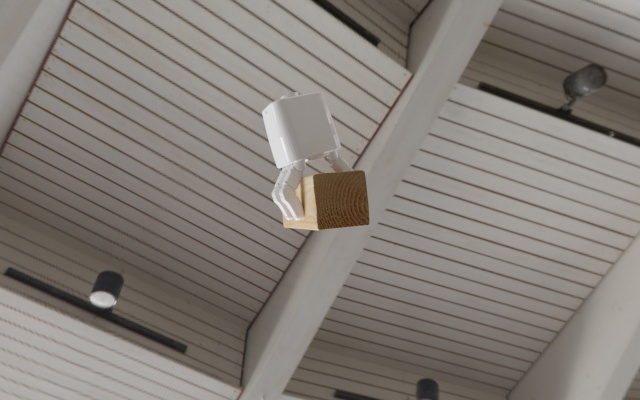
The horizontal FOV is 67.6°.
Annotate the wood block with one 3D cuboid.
[{"bbox_3d":[0.000,0.002,0.841,0.091,0.090,0.206,-6,0,-19],"label":"wood block"}]
